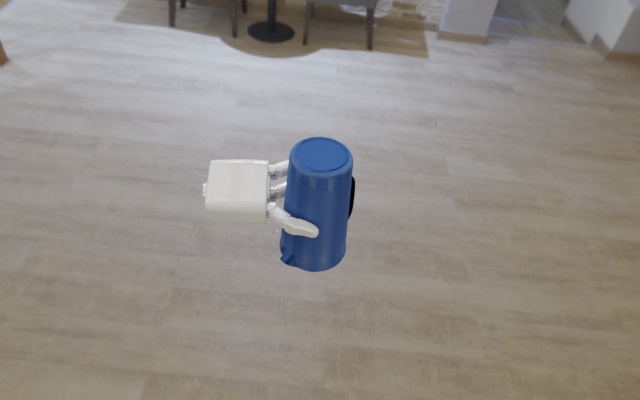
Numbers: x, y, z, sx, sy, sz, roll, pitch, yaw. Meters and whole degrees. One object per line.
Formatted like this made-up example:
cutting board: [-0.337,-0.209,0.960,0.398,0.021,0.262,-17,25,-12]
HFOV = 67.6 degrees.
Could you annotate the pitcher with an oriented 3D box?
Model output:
pitcher: [0.000,0.003,0.879,0.145,0.243,0.149,3,44,-3]
